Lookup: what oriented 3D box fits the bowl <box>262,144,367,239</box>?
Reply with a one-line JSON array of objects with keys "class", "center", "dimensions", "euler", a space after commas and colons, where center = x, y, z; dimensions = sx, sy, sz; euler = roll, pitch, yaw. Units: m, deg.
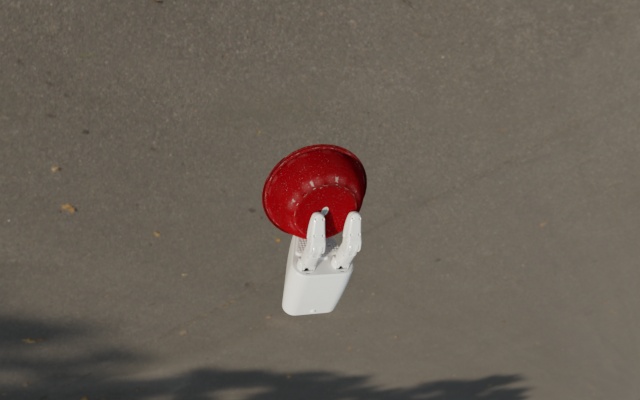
[{"class": "bowl", "center": [0.000, 0.001, 0.686], "dimensions": [0.162, 0.162, 0.055], "euler": [0, 33, -20]}]
